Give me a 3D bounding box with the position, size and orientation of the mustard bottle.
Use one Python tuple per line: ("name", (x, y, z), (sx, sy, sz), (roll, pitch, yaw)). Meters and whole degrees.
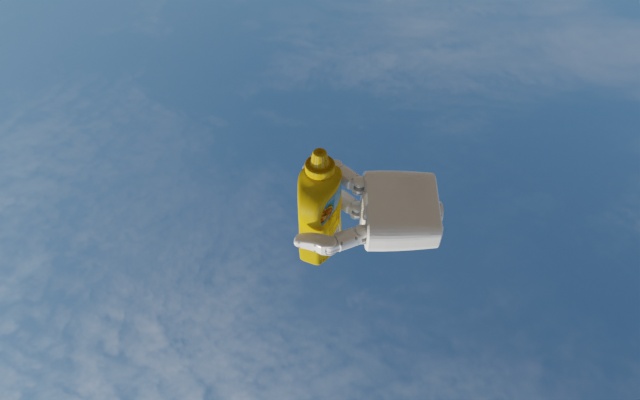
("mustard bottle", (0.000, 0.002, 0.691), (0.058, 0.192, 0.096), (18, 50, 16))
